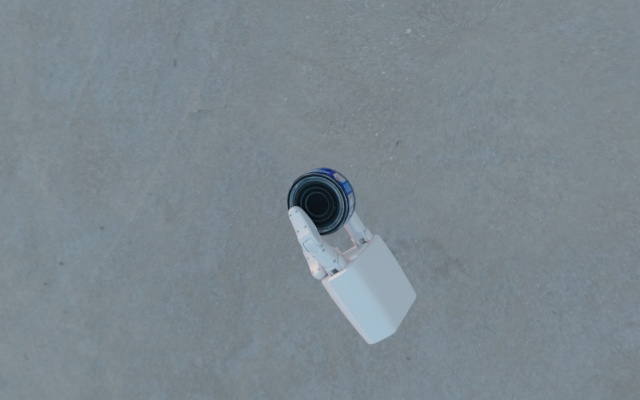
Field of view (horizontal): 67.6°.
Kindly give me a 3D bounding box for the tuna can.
[{"bbox_3d":[0.000,0.002,0.619,0.086,0.086,0.033,0,13,20],"label":"tuna can"}]
